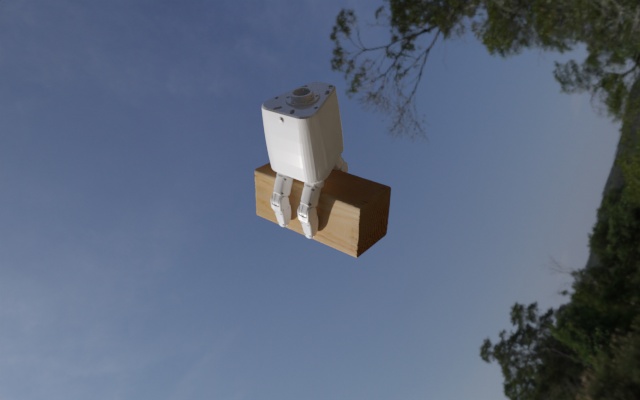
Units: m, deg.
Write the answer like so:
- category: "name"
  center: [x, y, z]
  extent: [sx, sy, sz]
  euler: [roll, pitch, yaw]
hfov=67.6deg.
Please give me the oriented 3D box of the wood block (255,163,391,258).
- category: "wood block"
  center: [0.000, 0.002, 0.774]
  extent: [0.206, 0.090, 0.090]
  euler: [21, 34, 32]
